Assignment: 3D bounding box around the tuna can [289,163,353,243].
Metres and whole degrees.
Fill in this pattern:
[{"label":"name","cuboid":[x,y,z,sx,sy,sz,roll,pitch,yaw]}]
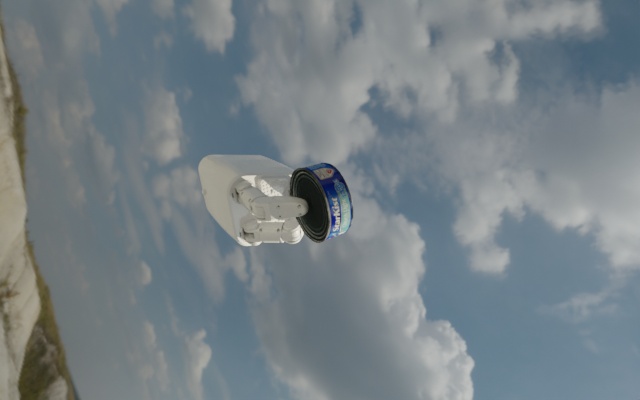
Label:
[{"label":"tuna can","cuboid":[0.001,0.002,0.533,0.034,0.086,0.086,-17,8,-27]}]
